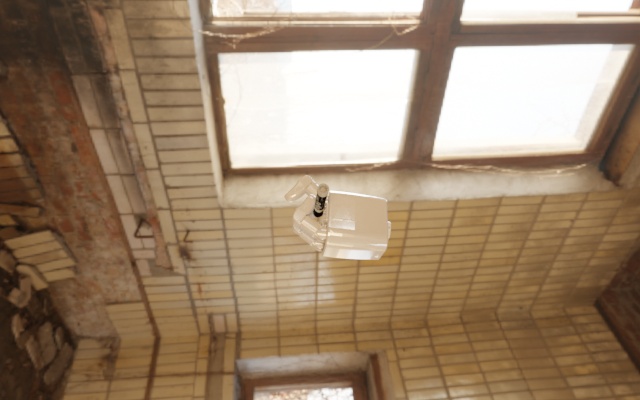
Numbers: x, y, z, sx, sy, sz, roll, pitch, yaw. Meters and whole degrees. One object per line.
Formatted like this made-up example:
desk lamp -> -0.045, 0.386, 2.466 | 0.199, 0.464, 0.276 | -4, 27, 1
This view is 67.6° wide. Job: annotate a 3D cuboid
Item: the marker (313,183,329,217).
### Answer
marker -> 0.000, 0.003, 0.819 | 0.020, 0.020, 0.121 | 0, -21, -5
